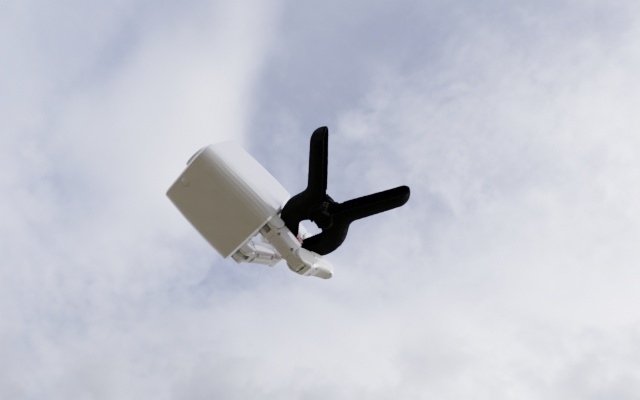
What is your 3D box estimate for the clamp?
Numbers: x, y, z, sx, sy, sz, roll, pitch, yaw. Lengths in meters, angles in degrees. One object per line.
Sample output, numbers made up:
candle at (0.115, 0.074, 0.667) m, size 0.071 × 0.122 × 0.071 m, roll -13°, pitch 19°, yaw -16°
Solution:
clamp at (0.000, 0.002, 0.529) m, size 0.171 × 0.120 × 0.039 m, roll -41°, pitch 5°, yaw 29°
